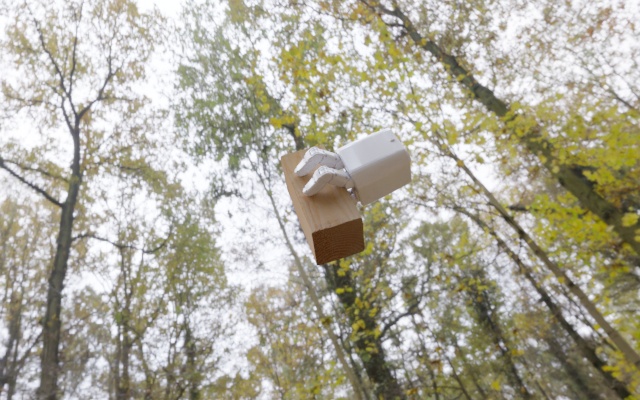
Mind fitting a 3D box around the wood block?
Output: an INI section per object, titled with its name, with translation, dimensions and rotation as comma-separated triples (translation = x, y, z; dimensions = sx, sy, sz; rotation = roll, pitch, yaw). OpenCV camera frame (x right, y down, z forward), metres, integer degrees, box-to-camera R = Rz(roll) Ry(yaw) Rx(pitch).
[wood block]
translation = 0.001, 0.003, 0.864
dimensions = 0.090, 0.091, 0.206
rotation = -17, 46, -8
